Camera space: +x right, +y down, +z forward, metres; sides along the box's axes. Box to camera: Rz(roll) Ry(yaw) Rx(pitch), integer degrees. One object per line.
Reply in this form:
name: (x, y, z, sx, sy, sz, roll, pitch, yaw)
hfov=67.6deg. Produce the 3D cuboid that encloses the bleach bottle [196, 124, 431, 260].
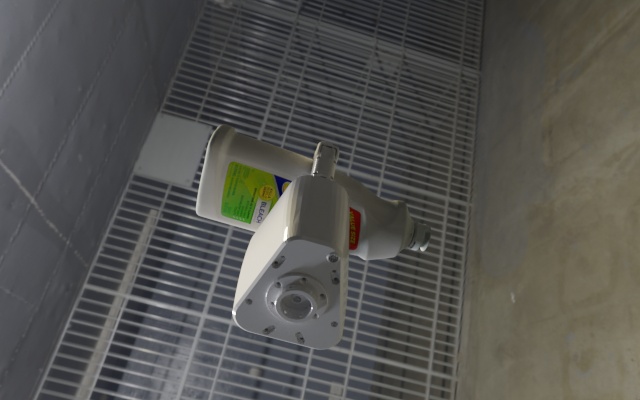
bleach bottle: (0.000, 0.002, 0.518, 0.251, 0.103, 0.068, 16, 27, -5)
